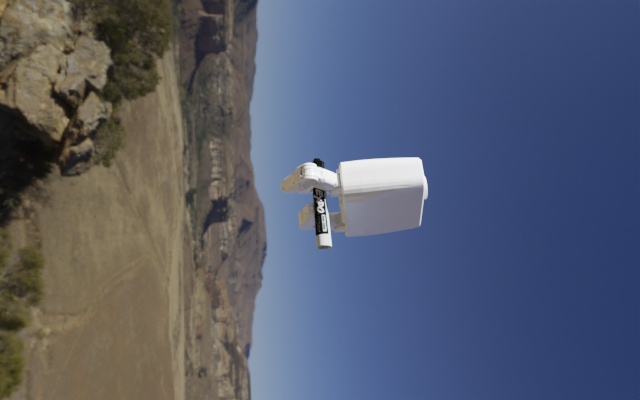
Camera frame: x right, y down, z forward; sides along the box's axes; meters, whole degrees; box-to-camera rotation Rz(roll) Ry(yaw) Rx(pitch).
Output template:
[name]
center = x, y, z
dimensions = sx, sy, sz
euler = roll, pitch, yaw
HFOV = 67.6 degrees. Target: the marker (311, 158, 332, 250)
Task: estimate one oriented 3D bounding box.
[marker]
center = 0.000, 0.002, 0.609
dimensions = 0.020, 0.121, 0.020
euler = -4, -21, -2
